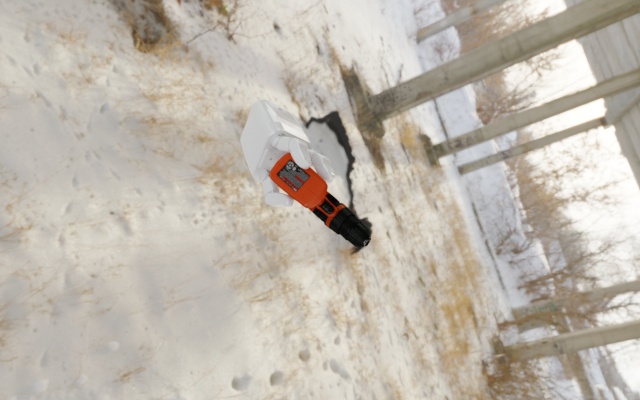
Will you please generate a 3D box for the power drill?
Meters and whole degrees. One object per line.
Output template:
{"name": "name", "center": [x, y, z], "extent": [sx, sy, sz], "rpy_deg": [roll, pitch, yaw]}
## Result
{"name": "power drill", "center": [0.000, 0.002, 0.826], "extent": [0.184, 0.057, 0.188], "rpy_deg": [39, -4, 25]}
